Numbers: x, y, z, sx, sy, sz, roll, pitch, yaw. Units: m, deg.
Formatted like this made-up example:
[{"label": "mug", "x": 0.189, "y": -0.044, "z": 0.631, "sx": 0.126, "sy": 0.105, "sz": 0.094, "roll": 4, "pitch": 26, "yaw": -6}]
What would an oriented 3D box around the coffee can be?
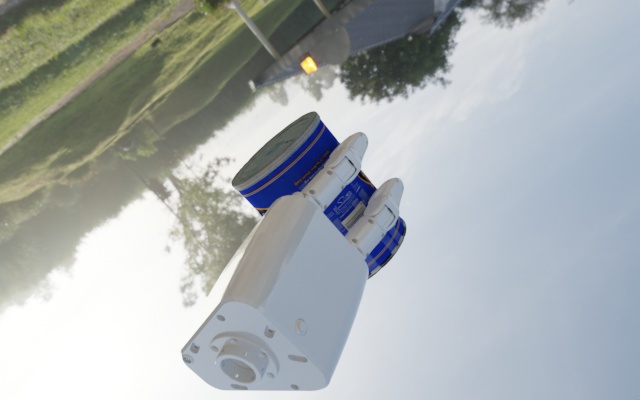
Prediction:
[{"label": "coffee can", "x": 0.000, "y": 0.001, "z": 0.457, "sx": 0.103, "sy": 0.140, "sz": 0.102, "roll": -37, "pitch": 18, "yaw": 14}]
